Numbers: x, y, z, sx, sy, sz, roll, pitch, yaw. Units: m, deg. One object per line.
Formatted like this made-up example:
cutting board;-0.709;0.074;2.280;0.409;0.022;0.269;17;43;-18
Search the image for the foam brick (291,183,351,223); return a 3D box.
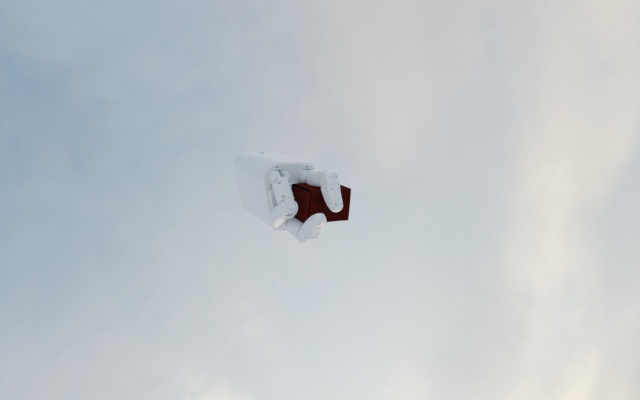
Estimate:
foam brick;0.000;0.002;0.725;0.078;0.053;0.051;-4;16;-37
